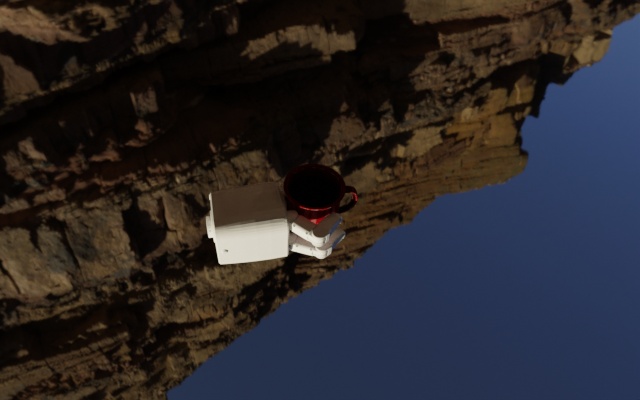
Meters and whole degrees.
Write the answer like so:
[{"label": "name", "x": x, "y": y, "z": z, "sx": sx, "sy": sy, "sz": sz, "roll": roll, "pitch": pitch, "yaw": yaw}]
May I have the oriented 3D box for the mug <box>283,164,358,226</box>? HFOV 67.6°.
[{"label": "mug", "x": 0.001, "y": 0.002, "z": 0.740, "sx": 0.117, "sy": 0.093, "sz": 0.082, "roll": -8, "pitch": -39, "yaw": -12}]
